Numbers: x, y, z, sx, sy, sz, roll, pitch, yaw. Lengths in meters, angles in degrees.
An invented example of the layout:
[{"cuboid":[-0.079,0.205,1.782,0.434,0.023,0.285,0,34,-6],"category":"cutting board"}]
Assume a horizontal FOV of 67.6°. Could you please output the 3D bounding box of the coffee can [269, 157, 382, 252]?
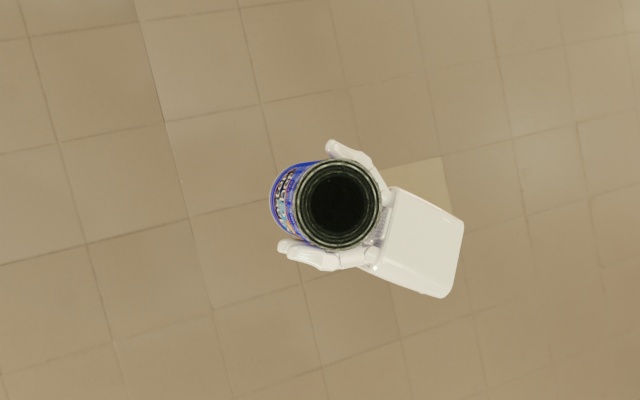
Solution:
[{"cuboid":[0.000,0.002,0.580,0.103,0.103,0.140,0,2,-16],"category":"coffee can"}]
